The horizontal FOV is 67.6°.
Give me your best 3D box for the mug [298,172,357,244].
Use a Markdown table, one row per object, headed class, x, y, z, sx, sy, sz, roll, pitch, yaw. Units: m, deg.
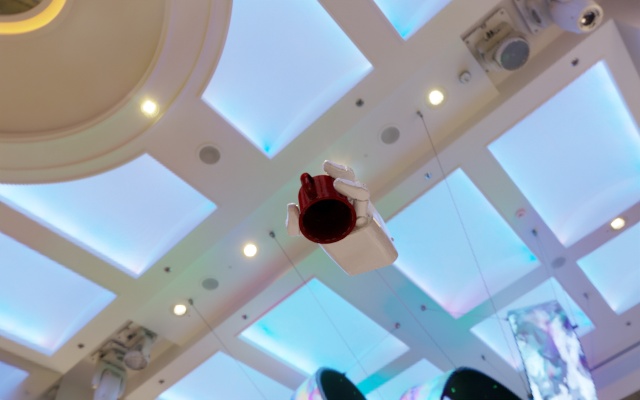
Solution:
| class | x | y | z | sx | sy | sz | roll | pitch | yaw |
| --- | --- | --- | --- | --- | --- | --- | --- | --- | --- |
| mug | -0.001 | 0.001 | 0.777 | 0.093 | 0.117 | 0.081 | -31 | 32 | 11 |
